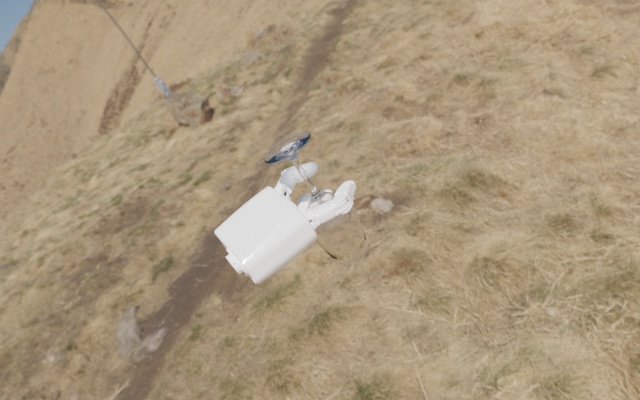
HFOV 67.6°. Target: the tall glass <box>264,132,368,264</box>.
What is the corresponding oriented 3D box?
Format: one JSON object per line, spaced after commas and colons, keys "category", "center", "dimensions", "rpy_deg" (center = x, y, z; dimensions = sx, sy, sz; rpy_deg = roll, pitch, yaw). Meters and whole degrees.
{"category": "tall glass", "center": [0.000, 0.002, 0.705], "dimensions": [0.079, 0.201, 0.079], "rpy_deg": [-25, 27, 14]}
